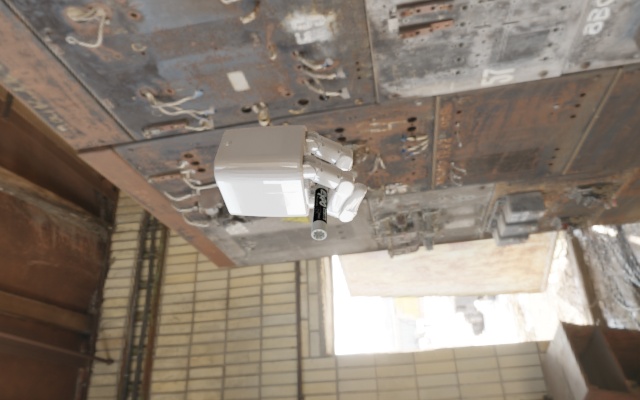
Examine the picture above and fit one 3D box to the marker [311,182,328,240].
[{"bbox_3d":[0.000,0.002,0.604,0.020,0.020,0.121,0,39,2],"label":"marker"}]
